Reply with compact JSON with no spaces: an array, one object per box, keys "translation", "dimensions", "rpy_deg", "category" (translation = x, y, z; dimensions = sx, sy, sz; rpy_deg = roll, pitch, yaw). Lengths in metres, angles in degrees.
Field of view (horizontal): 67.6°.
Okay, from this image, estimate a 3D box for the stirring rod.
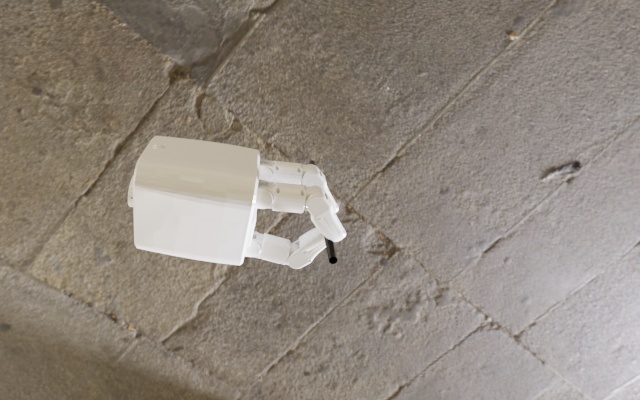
[{"translation":[0.000,0.002,0.541],"dimensions":[0.011,0.011,0.239],"rpy_deg":[0,26,-6],"category":"stirring rod"}]
